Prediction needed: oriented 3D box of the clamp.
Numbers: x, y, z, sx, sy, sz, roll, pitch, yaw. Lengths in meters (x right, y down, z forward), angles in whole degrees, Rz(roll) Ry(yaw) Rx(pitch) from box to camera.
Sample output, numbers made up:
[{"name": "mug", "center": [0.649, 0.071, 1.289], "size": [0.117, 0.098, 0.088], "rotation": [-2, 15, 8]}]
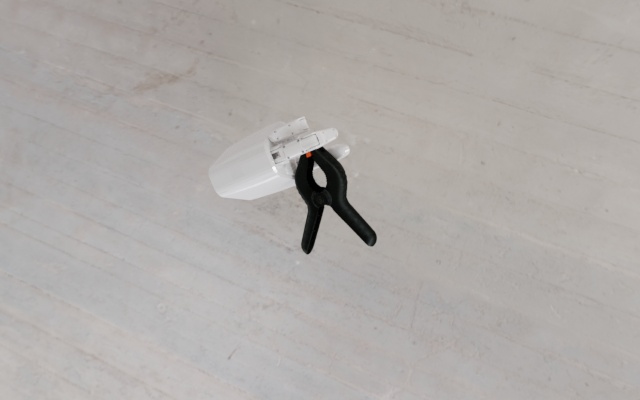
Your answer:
[{"name": "clamp", "center": [0.000, 0.002, 0.696], "size": [0.120, 0.171, 0.039], "rotation": [-21, 5, 22]}]
